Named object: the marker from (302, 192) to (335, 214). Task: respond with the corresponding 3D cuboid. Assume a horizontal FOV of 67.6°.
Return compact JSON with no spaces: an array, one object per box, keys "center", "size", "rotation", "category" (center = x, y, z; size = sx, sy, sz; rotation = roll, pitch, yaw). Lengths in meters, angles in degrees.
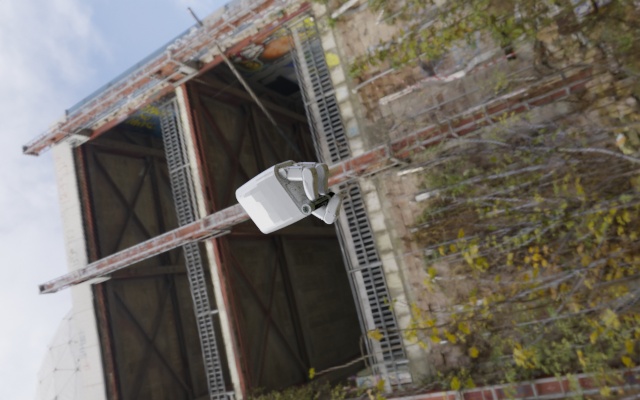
[{"center":[0.000,0.003,0.877],"size":[0.020,0.020,0.121],"rotation":[0,12,24],"category":"marker"}]
